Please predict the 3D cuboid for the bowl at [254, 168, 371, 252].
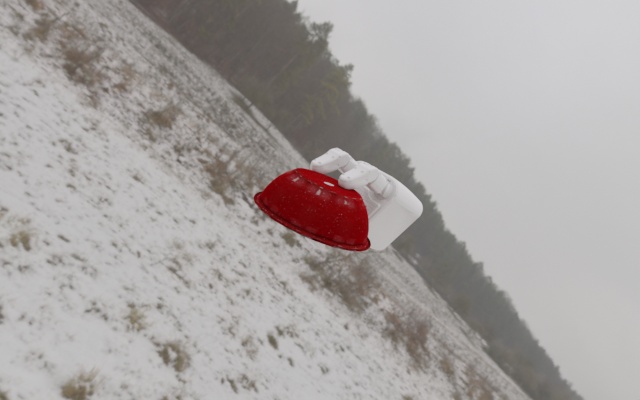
[{"bbox_3d":[0.000,0.002,0.603,0.162,0.055,0.162,22,13,-5],"label":"bowl"}]
